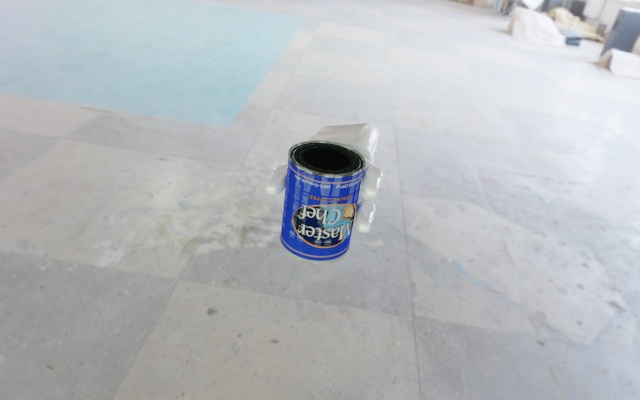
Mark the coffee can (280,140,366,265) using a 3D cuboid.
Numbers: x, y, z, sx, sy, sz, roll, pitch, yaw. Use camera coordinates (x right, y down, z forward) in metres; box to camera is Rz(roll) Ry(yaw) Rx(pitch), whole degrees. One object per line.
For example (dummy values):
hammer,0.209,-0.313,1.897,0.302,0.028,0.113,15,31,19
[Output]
coffee can,0.000,0.002,0.658,0.103,0.140,0.102,6,31,-4
